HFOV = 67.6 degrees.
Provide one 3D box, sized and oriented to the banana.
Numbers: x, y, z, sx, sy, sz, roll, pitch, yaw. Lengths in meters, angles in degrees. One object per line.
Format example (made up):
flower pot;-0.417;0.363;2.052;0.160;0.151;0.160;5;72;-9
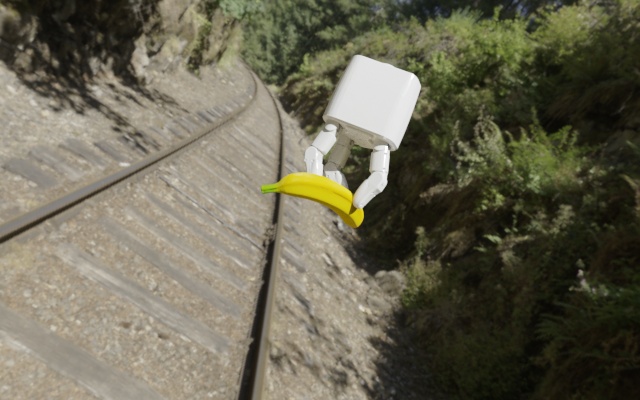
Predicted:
banana;0.011;-0.002;0.685;0.069;0.037;0.198;-12;-27;43
